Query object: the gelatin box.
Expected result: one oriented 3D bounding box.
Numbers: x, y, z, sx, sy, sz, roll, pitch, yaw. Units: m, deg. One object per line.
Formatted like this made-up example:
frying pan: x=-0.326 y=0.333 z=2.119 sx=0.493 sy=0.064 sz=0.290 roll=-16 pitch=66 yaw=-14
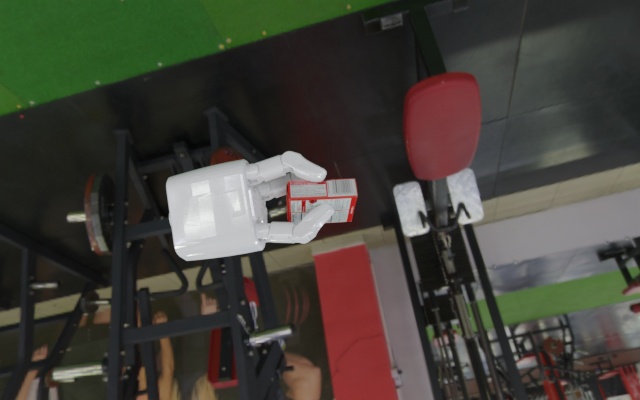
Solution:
gelatin box: x=0.000 y=0.002 z=0.623 sx=0.089 sy=0.030 sz=0.073 roll=-3 pitch=-29 yaw=-4
